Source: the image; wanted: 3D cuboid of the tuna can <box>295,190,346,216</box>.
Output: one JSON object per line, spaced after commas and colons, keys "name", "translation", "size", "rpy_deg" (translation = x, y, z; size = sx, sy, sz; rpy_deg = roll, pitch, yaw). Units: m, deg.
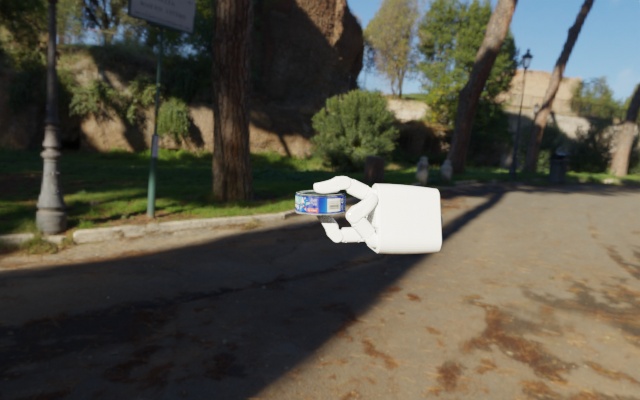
{"name": "tuna can", "translation": [0.000, 0.002, 0.804], "size": [0.086, 0.034, 0.086], "rpy_deg": [0, 7, 0]}
